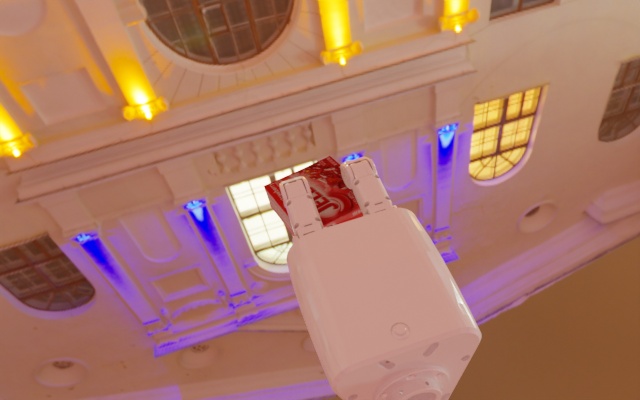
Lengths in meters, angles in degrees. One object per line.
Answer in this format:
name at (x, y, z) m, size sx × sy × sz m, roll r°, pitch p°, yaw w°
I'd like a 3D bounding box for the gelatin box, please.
gelatin box at (0.000, 0.002, 0.431) m, size 0.073 × 0.030 × 0.089 m, roll -26°, pitch 39°, yaw -15°
